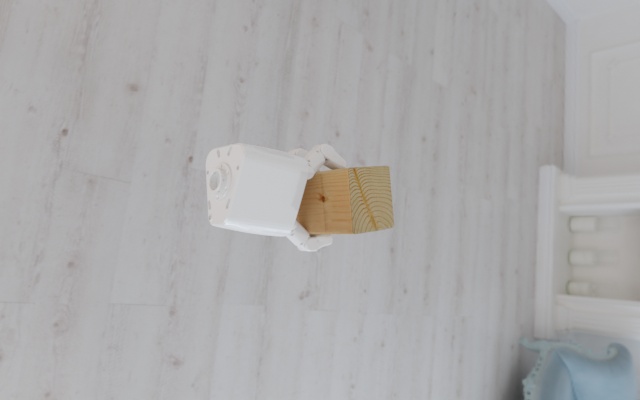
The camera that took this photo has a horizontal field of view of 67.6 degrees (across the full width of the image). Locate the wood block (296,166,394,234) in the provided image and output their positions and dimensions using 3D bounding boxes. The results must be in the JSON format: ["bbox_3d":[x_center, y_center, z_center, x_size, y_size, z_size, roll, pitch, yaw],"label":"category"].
[{"bbox_3d":[0.000,0.003,0.727,0.090,0.091,0.206,-6,2,-44],"label":"wood block"}]
